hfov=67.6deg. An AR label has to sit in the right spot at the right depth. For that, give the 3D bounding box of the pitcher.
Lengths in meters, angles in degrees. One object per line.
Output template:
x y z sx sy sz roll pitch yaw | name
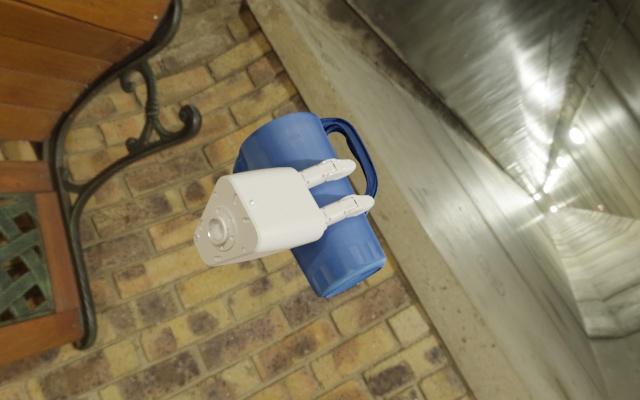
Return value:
0.000 0.002 0.674 0.149 0.242 0.145 -39 -18 36 | pitcher
